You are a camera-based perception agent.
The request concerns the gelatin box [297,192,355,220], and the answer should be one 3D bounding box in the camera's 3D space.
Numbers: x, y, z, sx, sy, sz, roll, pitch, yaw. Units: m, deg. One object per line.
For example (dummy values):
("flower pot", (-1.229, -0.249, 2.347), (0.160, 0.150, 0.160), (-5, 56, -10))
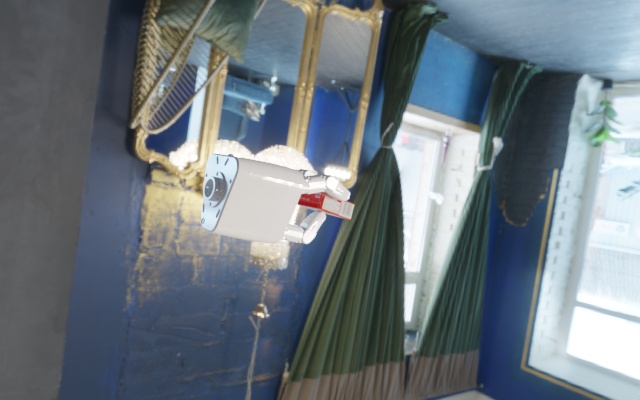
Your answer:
("gelatin box", (0.000, 0.003, 0.765), (0.073, 0.030, 0.089), (13, -5, 38))
